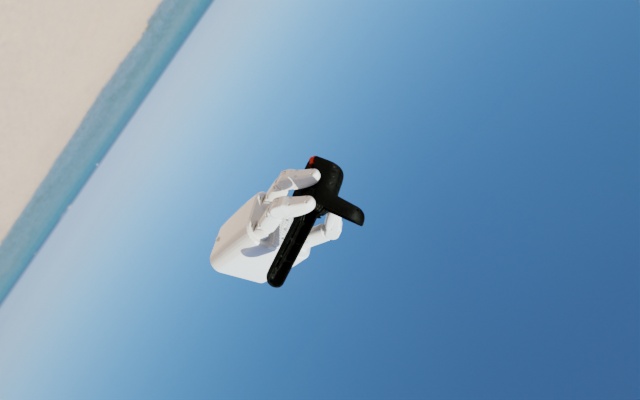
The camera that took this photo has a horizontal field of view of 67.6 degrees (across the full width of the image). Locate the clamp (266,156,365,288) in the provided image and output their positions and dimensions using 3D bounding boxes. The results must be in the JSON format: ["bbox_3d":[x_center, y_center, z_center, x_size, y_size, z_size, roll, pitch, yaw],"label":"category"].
[{"bbox_3d":[0.001,0.002,0.643,0.036,0.209,0.164,37,-52,-25],"label":"clamp"}]
